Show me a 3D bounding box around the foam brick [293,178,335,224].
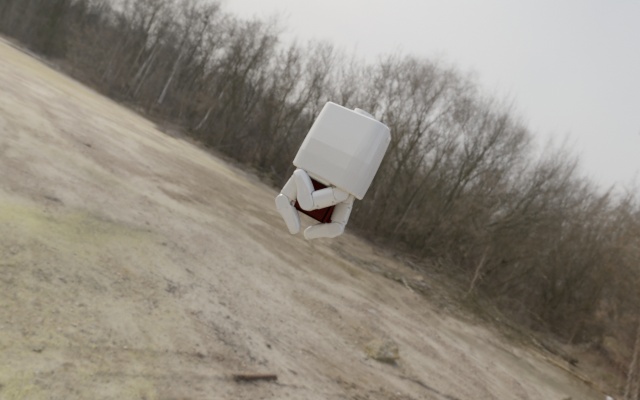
[{"bbox_3d":[0.000,0.002,0.731,0.053,0.051,0.078,27,1,11],"label":"foam brick"}]
